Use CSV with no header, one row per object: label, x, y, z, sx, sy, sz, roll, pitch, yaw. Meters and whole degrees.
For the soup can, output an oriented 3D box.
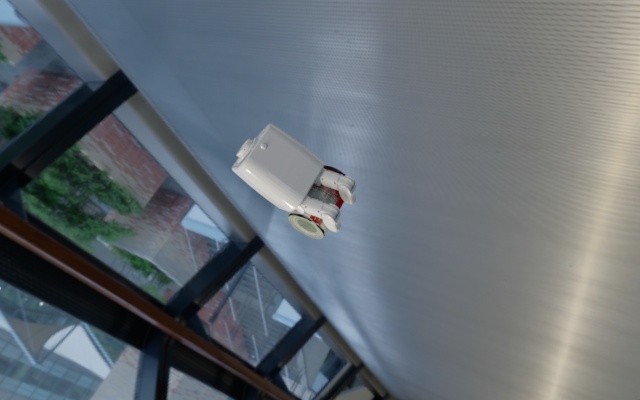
soup can,0.000,0.003,0.777,0.068,0.102,0.068,25,-24,12
